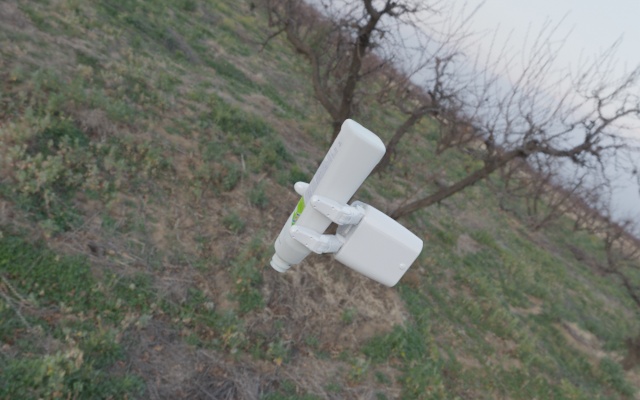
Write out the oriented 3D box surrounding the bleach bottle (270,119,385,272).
[{"bbox_3d":[0.000,0.002,0.728,0.068,0.251,0.102,31,17,-11],"label":"bleach bottle"}]
